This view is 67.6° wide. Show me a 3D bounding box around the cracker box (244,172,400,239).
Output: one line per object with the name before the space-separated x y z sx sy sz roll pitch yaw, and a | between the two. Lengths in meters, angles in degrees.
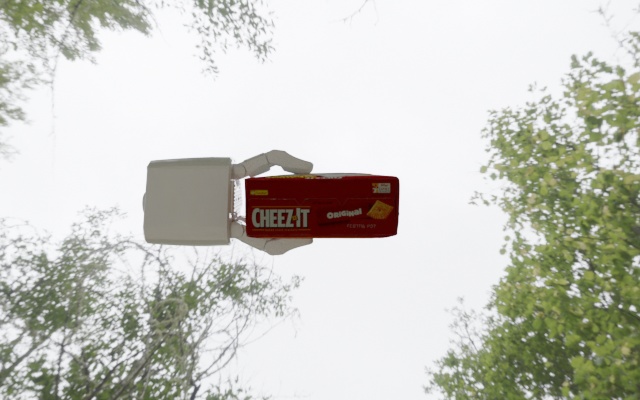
cracker box | 0.000 0.002 0.602 0.164 0.072 0.213 -1 4 -1
